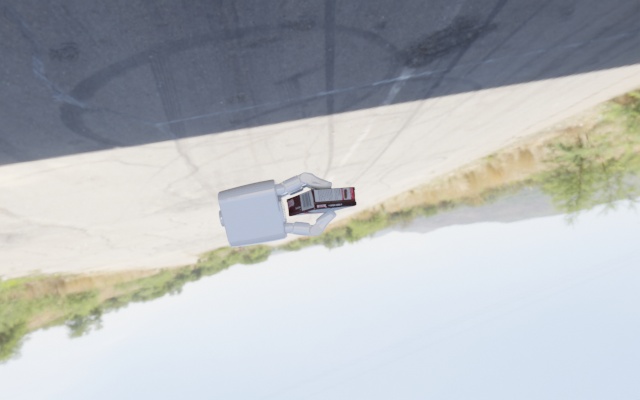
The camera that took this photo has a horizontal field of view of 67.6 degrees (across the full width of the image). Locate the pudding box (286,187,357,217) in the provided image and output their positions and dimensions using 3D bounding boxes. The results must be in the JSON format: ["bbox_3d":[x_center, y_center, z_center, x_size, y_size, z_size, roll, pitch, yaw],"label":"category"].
[{"bbox_3d":[0.000,0.003,0.878,0.090,0.039,0.113,-6,-4,-28],"label":"pudding box"}]
